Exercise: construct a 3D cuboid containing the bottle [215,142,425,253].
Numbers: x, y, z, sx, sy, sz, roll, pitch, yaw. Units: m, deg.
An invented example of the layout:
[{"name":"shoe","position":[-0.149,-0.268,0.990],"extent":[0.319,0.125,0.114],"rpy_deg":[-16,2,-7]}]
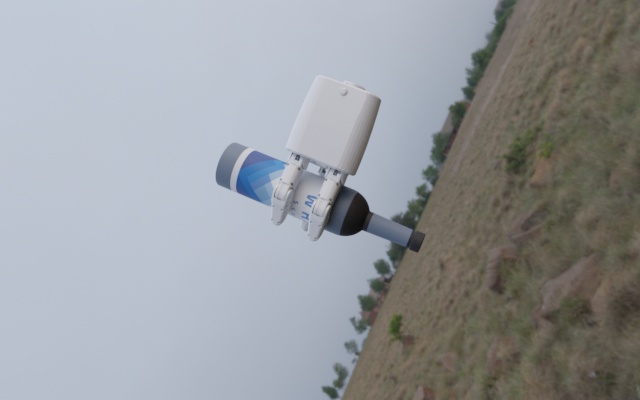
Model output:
[{"name":"bottle","position":[0.000,0.002,0.659],"extent":[0.295,0.069,0.069],"rpy_deg":[22,4,11]}]
